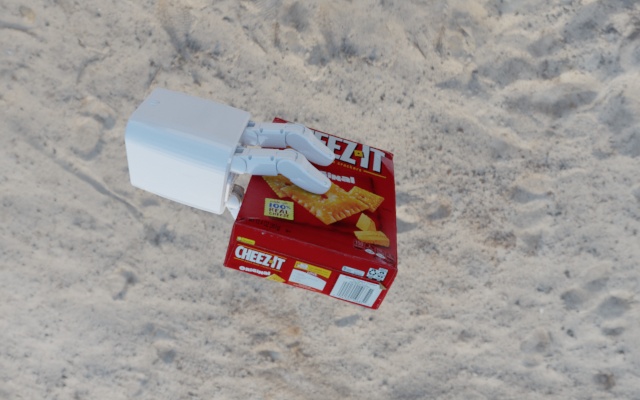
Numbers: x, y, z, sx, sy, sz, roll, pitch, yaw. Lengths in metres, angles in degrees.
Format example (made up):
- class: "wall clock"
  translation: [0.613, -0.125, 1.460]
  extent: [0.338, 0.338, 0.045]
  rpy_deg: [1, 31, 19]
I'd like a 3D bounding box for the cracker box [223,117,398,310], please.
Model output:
- class: "cracker box"
  translation: [0.000, 0.002, 0.538]
  extent: [0.164, 0.072, 0.213]
  rpy_deg: [17, 38, -6]
